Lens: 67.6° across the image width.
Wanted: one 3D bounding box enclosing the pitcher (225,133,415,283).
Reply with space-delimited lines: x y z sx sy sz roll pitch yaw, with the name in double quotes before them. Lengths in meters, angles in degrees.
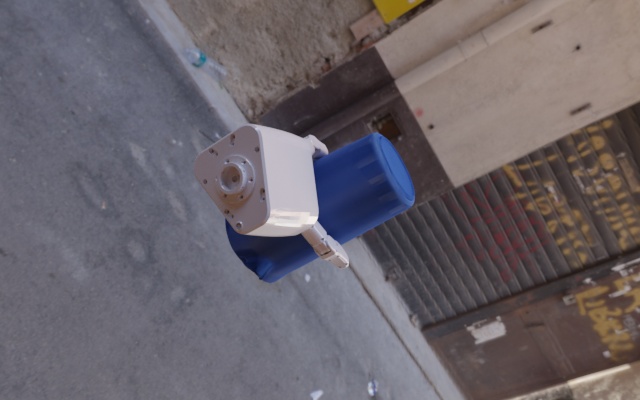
"pitcher" 0.000 0.002 0.664 0.243 0.149 0.145 -28 -16 22
